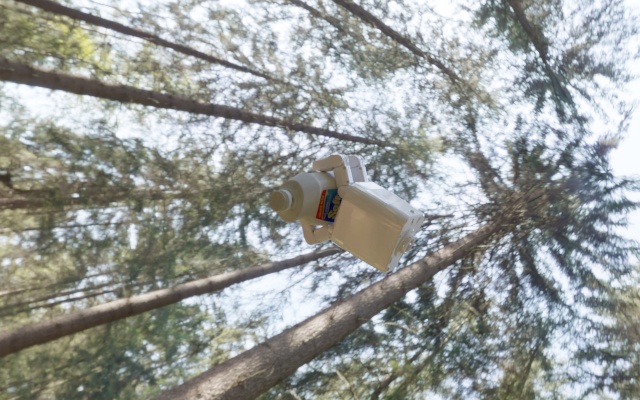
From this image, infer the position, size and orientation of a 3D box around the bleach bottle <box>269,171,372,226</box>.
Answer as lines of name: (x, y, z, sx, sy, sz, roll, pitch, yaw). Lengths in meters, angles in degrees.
bleach bottle: (0.000, 0.002, 0.778, 0.068, 0.102, 0.251, 33, 19, 26)
